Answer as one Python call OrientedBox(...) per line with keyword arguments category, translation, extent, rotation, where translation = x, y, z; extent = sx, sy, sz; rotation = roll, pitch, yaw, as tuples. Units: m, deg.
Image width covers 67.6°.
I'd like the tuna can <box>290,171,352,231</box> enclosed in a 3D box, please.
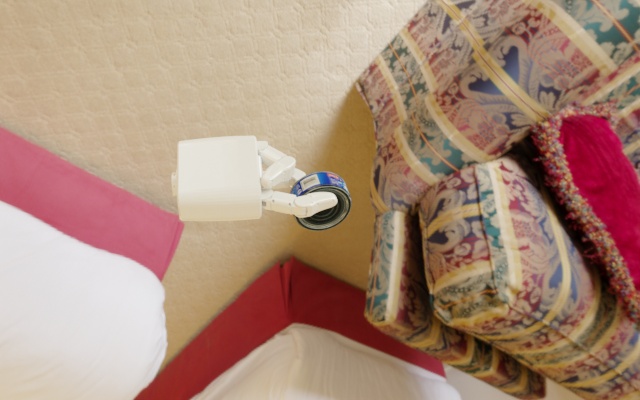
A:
OrientedBox(category="tuna can", translation=(0.000, 0.003, 0.676), extent=(0.086, 0.086, 0.033), rotation=(0, 39, -17))
